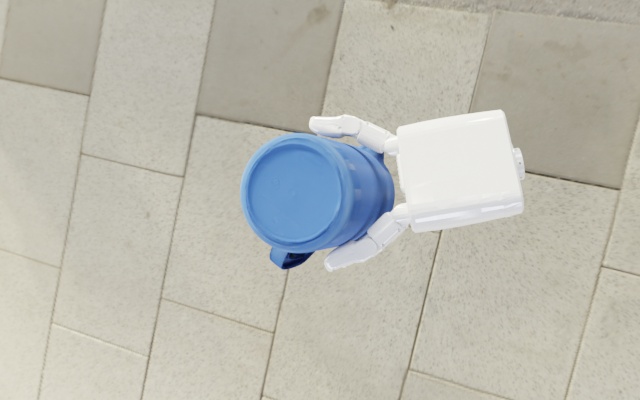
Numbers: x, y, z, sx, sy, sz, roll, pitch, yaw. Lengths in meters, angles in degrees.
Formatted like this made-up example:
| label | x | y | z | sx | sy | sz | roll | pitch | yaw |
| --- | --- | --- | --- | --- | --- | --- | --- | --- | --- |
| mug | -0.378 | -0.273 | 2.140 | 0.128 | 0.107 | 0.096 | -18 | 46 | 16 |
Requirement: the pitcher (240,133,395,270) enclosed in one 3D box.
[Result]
| label | x | y | z | sx | sy | sz | roll | pitch | yaw |
| --- | --- | --- | --- | --- | --- | --- | --- | --- | --- |
| pitcher | 0.000 | 0.002 | 0.534 | 0.145 | 0.149 | 0.243 | -9 | -2 | 14 |
